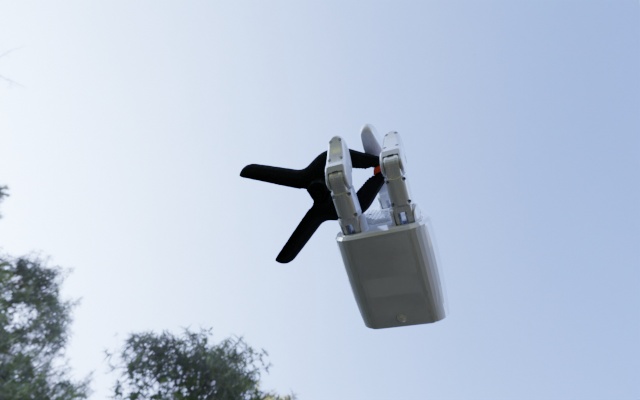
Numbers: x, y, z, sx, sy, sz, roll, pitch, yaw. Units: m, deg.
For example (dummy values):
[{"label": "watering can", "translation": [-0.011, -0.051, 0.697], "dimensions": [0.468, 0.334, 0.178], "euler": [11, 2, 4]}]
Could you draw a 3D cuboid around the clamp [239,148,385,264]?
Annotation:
[{"label": "clamp", "translation": [0.000, 0.001, 0.526], "dimensions": [0.171, 0.120, 0.039], "euler": [-12, 11, 21]}]
